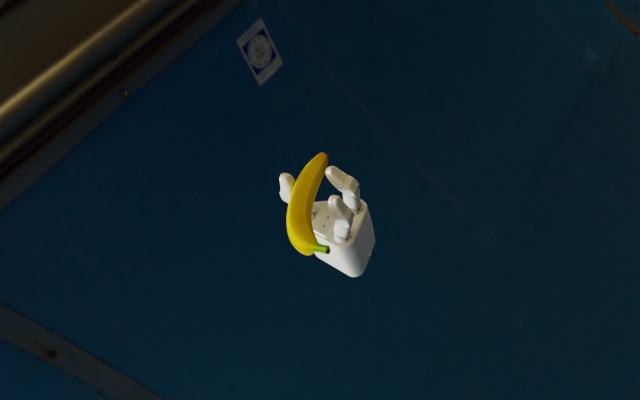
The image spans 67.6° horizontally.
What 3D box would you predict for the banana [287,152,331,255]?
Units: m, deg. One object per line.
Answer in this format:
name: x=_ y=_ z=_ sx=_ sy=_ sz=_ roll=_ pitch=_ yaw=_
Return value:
banana: x=-0.017 y=0.009 z=0.709 sx=0.069 sy=0.197 sz=0.037 roll=-14 pitch=-42 yaw=14
